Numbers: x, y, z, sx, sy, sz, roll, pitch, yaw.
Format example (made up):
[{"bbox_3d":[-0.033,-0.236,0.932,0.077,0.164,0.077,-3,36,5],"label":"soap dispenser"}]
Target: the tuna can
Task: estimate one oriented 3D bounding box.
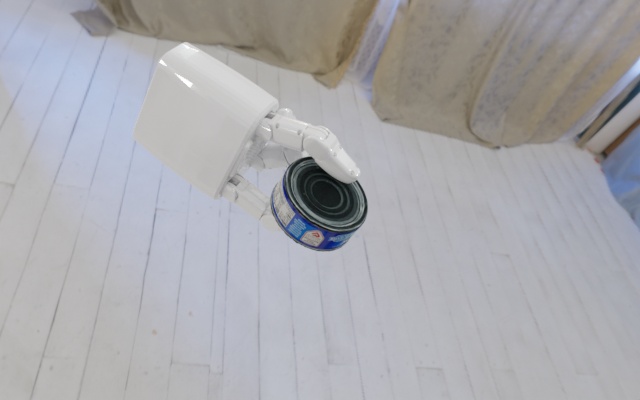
[{"bbox_3d":[0.000,0.001,0.435,0.086,0.086,0.034,0,-35,-32],"label":"tuna can"}]
